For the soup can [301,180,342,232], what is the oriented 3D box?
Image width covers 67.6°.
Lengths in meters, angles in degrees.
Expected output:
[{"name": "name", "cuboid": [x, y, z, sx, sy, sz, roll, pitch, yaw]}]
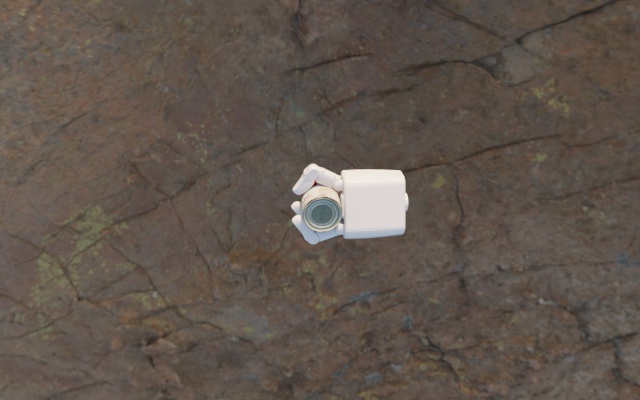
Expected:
[{"name": "soup can", "cuboid": [0.000, 0.003, 0.829, 0.068, 0.068, 0.102, 0, 26, -4]}]
